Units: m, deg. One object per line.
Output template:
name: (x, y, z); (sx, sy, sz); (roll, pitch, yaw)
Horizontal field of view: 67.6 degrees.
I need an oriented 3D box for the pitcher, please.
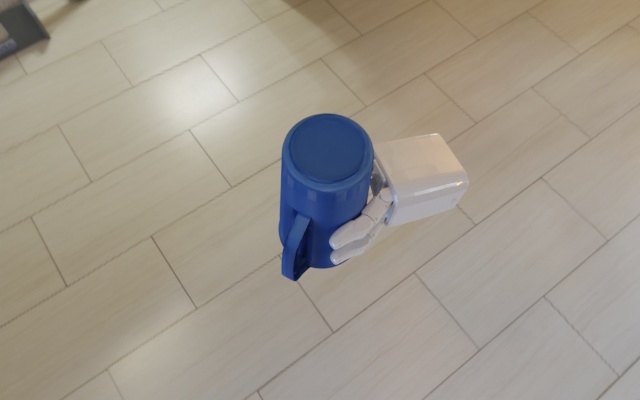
pitcher: (0.000, 0.002, 0.647); (0.145, 0.149, 0.243); (-14, -25, -9)
